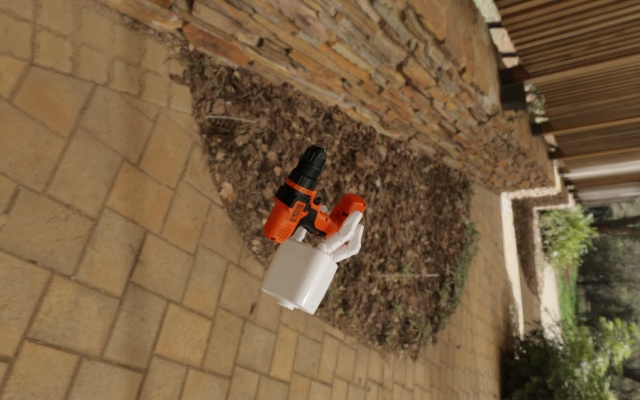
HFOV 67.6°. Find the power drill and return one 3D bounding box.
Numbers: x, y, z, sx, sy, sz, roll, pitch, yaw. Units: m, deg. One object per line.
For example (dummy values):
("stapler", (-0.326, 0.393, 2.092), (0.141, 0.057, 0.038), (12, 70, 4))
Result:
("power drill", (0.000, 0.003, 0.871), (0.188, 0.184, 0.057), (20, 13, -46))
